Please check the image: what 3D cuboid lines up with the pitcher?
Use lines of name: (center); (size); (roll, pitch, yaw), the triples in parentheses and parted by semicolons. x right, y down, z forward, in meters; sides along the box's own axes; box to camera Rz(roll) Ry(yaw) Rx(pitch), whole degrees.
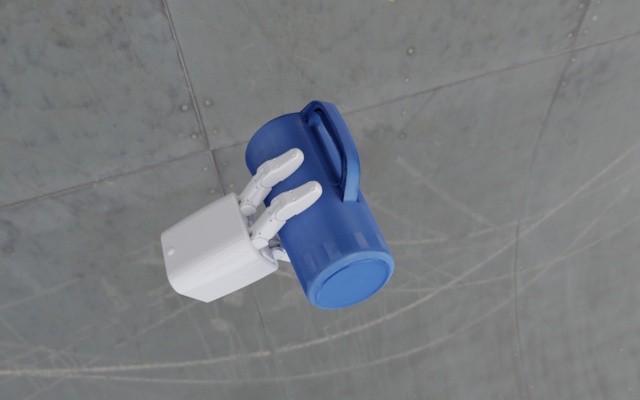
pitcher: (0.000, 0.002, 0.600); (0.145, 0.242, 0.149); (-28, -38, 3)
